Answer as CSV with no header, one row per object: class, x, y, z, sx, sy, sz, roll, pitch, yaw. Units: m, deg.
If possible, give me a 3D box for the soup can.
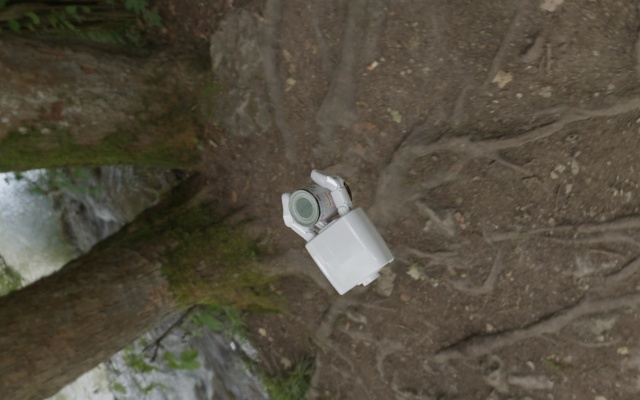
soup can,0.000,0.002,0.837,0.068,0.068,0.102,0,13,36
